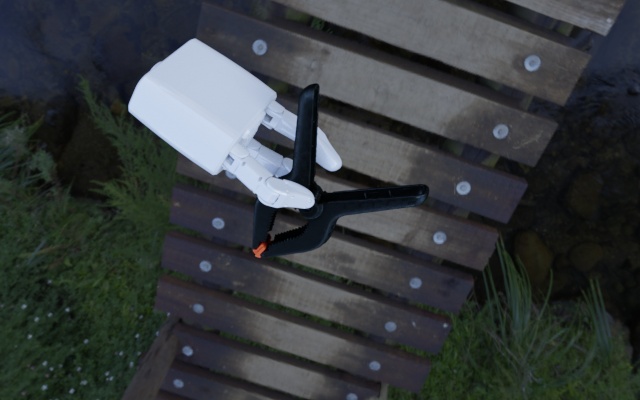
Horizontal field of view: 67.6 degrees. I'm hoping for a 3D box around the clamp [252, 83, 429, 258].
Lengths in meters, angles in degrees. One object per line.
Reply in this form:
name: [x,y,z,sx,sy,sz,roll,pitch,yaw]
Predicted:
clamp: [-0.001,0.002,0.518,0.164,0.210,0.036,36,32,-5]
